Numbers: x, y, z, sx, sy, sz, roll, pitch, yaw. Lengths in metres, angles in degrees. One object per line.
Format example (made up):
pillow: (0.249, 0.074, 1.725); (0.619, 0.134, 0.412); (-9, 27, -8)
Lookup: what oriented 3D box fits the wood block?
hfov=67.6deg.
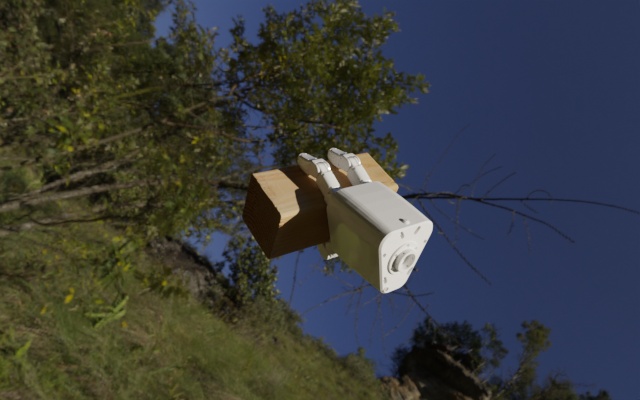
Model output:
wood block: (0.000, 0.003, 0.710); (0.206, 0.091, 0.090); (-13, 50, -33)
